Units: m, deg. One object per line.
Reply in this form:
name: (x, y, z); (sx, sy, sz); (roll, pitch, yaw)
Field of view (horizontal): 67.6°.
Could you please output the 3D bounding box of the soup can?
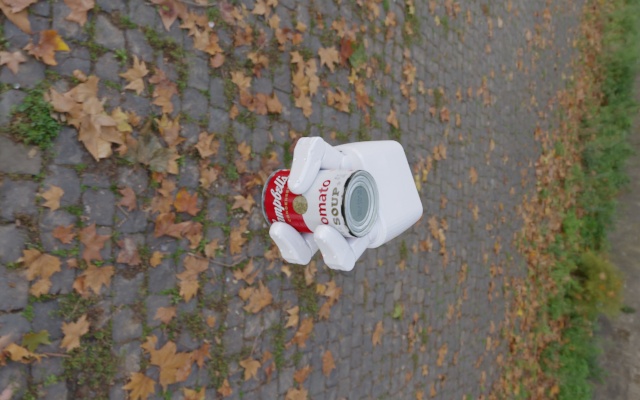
soup can: (0.000, 0.002, 0.489); (0.102, 0.068, 0.068); (3, 2, 36)
